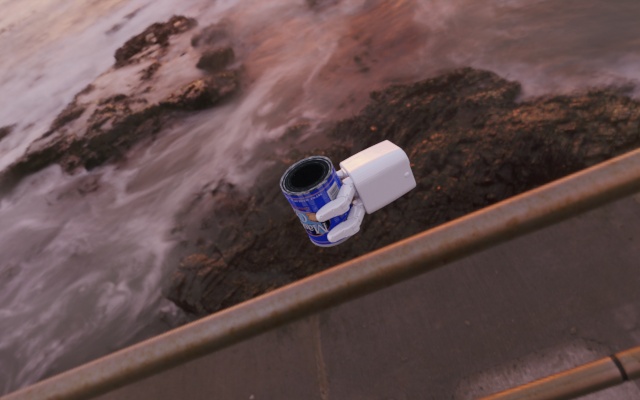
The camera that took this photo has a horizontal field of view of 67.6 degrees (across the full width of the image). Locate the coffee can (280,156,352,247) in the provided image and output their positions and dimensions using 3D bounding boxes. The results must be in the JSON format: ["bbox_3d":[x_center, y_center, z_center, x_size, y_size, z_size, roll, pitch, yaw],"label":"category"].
[{"bbox_3d":[0.000,0.003,0.890,0.103,0.140,0.102,-17,39,14],"label":"coffee can"}]
